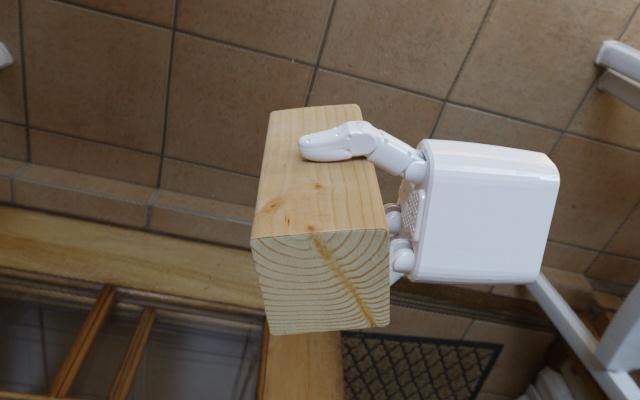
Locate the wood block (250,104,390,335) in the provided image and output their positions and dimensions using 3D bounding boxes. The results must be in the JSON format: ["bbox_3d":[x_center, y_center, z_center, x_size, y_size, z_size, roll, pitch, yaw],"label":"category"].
[{"bbox_3d":[0.000,0.001,0.407,0.090,0.091,0.206,-5,33,1],"label":"wood block"}]
